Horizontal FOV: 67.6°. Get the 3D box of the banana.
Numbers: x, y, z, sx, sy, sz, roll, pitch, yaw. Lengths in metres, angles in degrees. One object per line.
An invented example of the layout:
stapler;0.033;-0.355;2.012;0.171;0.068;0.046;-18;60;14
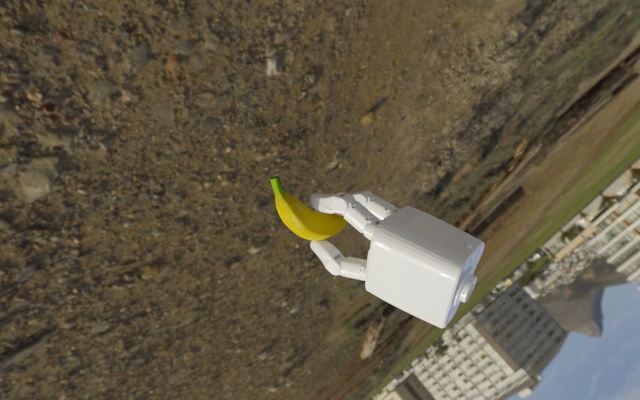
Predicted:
banana;-0.003;0.020;0.639;0.037;0.069;0.198;1;-9;28
